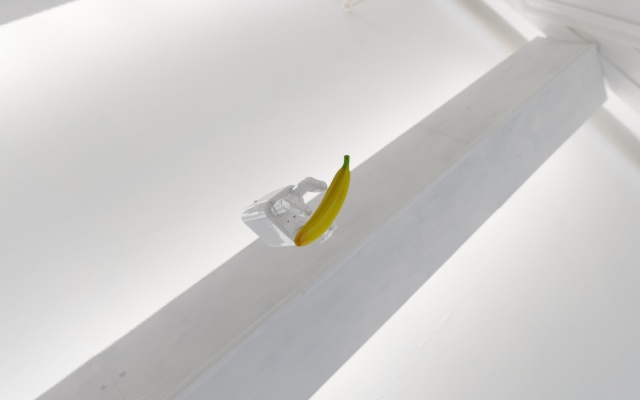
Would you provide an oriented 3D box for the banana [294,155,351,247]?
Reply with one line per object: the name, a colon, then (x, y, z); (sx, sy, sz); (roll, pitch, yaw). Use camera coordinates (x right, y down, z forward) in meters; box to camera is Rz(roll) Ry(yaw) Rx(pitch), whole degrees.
banana: (0.008, 0.011, 0.852); (0.037, 0.197, 0.070); (11, -30, 32)
